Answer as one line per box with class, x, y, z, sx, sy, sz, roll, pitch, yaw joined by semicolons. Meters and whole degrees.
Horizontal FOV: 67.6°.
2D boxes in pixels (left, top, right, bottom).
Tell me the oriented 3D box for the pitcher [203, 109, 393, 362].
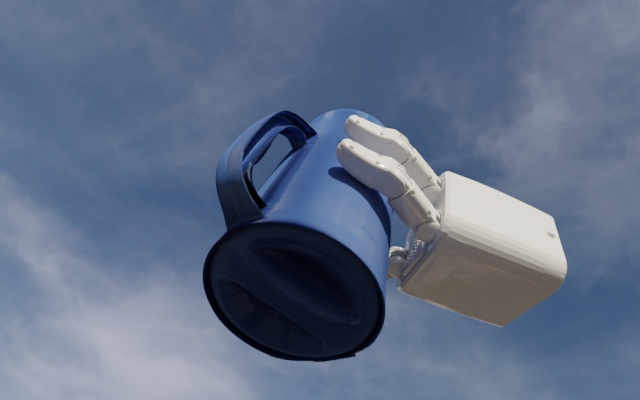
pitcher;0.000;0.001;0.423;0.145;0.149;0.242;20;35;2
